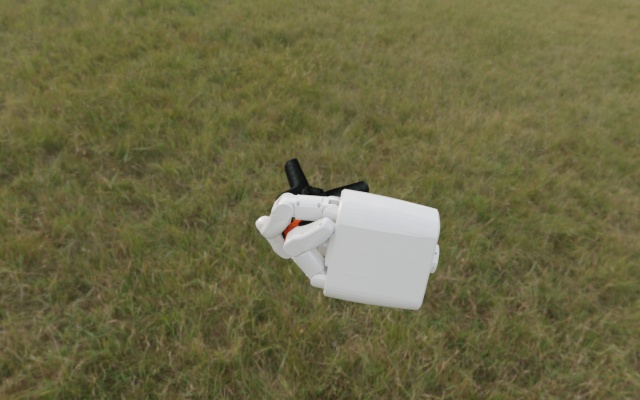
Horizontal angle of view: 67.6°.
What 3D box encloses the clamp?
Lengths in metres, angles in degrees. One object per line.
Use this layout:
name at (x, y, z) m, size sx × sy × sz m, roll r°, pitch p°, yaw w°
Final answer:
clamp at (0.000, 0.002, 0.602) m, size 0.120 × 0.039 × 0.171 m, roll 9°, pitch 33°, yaw 3°
